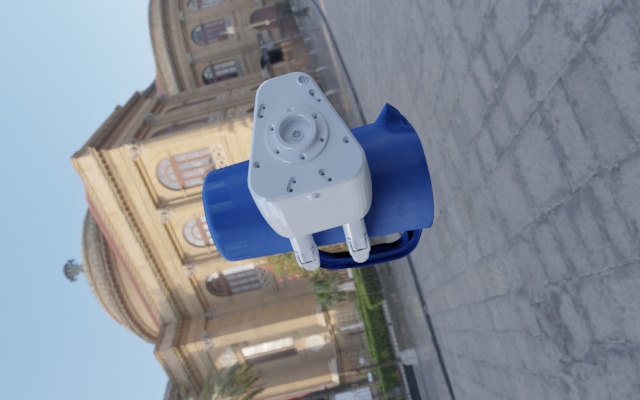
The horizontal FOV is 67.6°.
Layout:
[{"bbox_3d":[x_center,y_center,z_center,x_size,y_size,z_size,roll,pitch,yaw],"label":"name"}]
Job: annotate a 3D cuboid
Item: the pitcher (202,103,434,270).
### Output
[{"bbox_3d":[0.000,0.002,0.549,0.243,0.149,0.145,-13,-19,1],"label":"pitcher"}]
